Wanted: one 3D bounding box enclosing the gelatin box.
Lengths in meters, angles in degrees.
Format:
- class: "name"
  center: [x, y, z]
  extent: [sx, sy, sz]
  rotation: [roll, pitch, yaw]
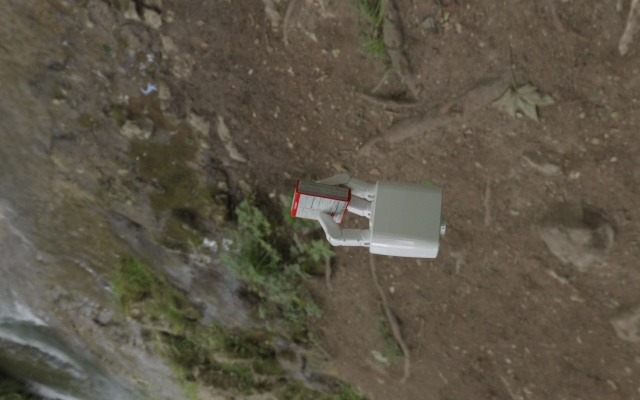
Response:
- class: "gelatin box"
  center: [0.000, 0.003, 0.784]
  extent: [0.089, 0.030, 0.073]
  rotation: [9, -33, -5]
